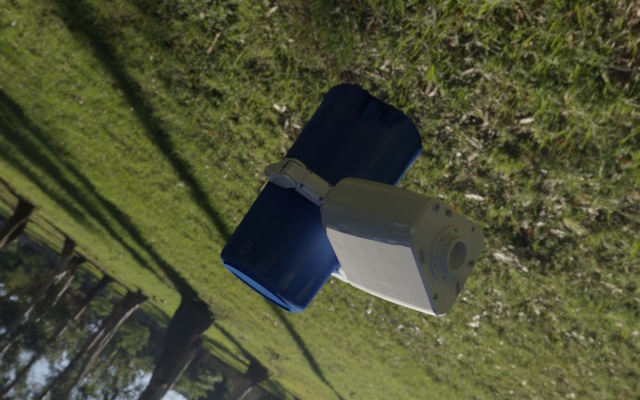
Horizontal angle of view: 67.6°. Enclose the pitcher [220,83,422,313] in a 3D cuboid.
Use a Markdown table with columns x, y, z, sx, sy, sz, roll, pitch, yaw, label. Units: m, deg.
| x | y | z | sx | sy | sz | roll | pitch | yaw | label |
| --- | --- | --- | --- | --- | --- | --- | --- | --- | --- |
| 0.000 | 0.002 | 0.547 | 0.145 | 0.242 | 0.149 | 14 | -27 | 48 | pitcher |
